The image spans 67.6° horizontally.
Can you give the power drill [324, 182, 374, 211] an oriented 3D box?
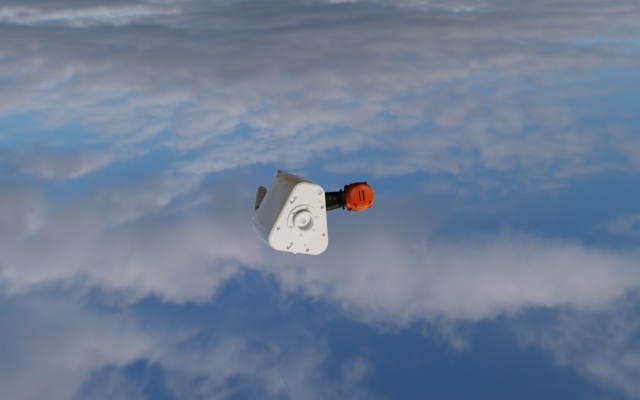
[{"bbox_3d":[0.000,0.003,0.879,0.187,0.057,0.184,-11,-2,-1],"label":"power drill"}]
